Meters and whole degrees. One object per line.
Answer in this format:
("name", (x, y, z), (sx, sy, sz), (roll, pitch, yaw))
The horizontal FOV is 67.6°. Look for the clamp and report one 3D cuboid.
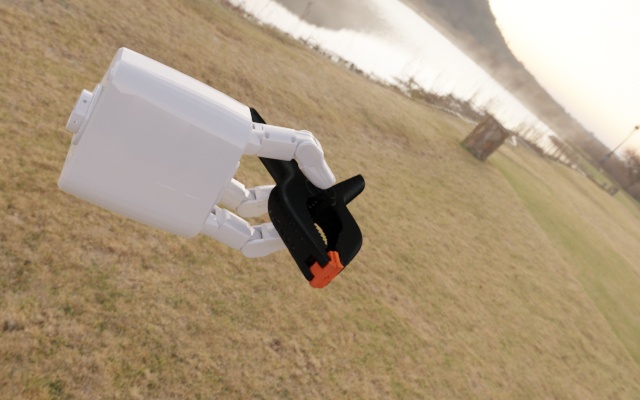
("clamp", (0.000, 0.001, 0.451), (0.164, 0.036, 0.209), (24, 29, -31))
